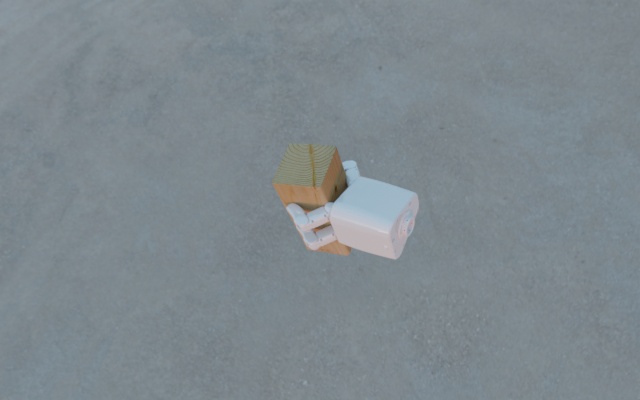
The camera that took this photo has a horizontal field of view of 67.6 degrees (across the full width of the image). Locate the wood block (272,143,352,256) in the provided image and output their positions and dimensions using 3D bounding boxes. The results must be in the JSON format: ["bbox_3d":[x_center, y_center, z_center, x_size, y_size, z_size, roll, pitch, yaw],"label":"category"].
[{"bbox_3d":[0.001,0.002,0.851,0.090,0.090,0.206,6,-35,23],"label":"wood block"}]
